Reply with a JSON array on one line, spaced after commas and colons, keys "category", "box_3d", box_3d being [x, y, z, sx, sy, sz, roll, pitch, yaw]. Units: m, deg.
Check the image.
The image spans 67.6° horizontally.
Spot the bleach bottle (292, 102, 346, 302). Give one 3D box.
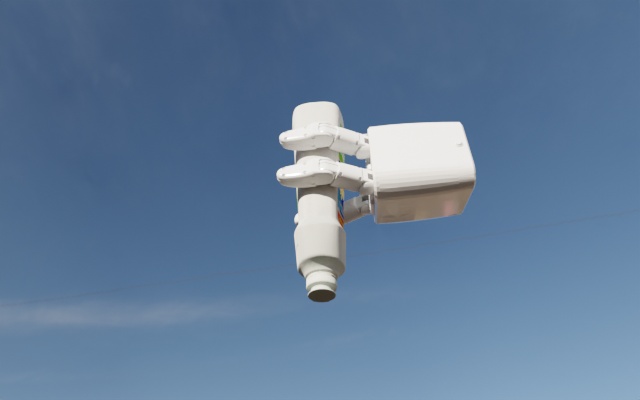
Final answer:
[{"category": "bleach bottle", "box_3d": [0.000, 0.002, 0.554, 0.068, 0.250, 0.103, -5, -39, 4]}]
